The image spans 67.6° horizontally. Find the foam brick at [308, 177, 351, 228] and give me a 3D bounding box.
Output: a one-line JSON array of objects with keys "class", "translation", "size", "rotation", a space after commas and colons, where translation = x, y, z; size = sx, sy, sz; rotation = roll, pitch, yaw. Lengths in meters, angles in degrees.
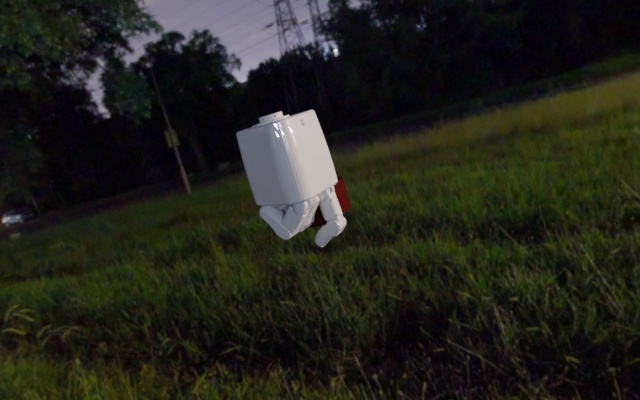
[{"class": "foam brick", "translation": [0.000, 0.002, 0.707], "size": [0.053, 0.051, 0.078], "rotation": [-9, 14, 36]}]
